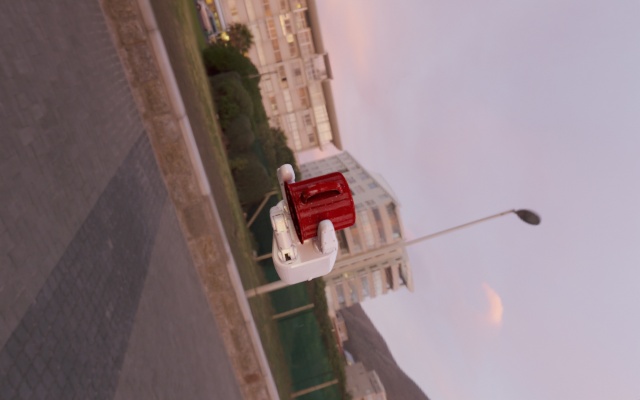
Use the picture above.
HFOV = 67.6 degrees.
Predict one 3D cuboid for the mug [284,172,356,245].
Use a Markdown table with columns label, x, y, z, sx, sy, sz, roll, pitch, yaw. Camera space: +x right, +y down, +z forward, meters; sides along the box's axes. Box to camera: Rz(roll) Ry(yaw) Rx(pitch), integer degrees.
| label | x | y | z | sx | sy | sz | roll | pitch | yaw |
| --- | --- | --- | --- | --- | --- | --- | --- | --- | --- |
| mug | 0.000 | 0.001 | 0.664 | 0.081 | 0.093 | 0.117 | -15 | -23 | -9 |
